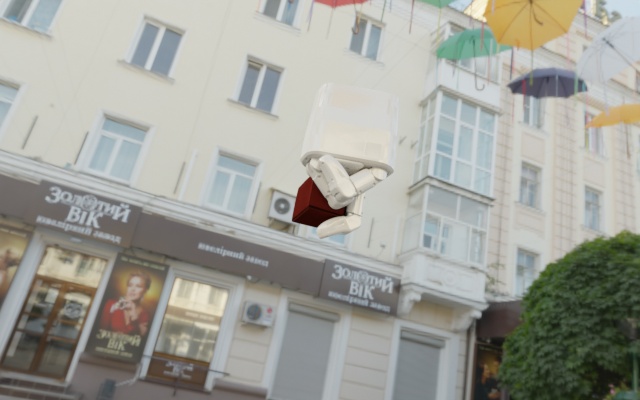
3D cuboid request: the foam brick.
[{"bbox_3d":[0.000,0.002,0.644,0.053,0.051,0.078,15,-21,-16],"label":"foam brick"}]
